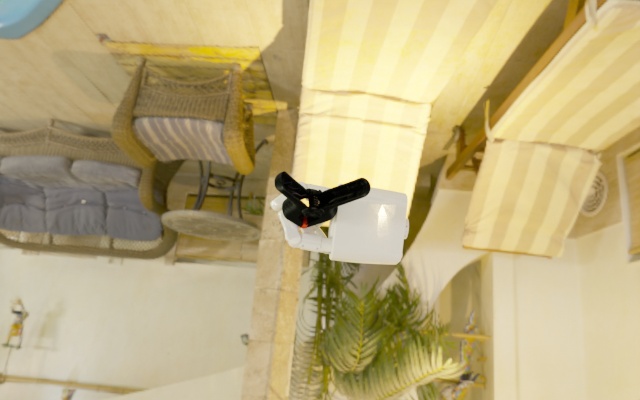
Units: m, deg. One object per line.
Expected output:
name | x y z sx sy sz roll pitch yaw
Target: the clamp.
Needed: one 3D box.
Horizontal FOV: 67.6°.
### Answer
clamp | 0.000 0.003 0.655 0.120 0.039 0.171 7 -17 -1
